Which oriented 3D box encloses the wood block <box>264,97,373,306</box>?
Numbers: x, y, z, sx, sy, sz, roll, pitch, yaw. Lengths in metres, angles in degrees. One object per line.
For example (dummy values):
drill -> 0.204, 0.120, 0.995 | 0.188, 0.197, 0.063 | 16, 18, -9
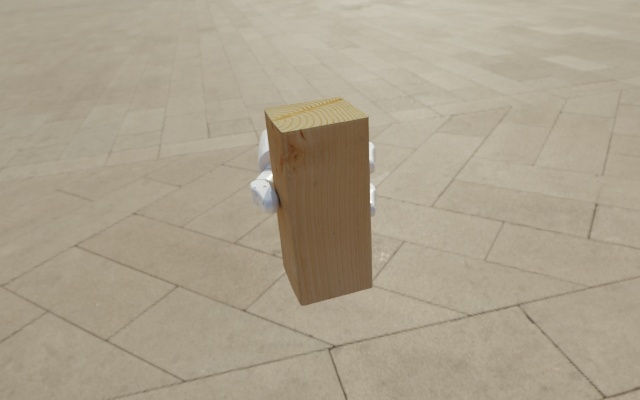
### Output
wood block -> 0.000, 0.002, 0.534 | 0.091, 0.206, 0.090 | -12, 28, -13
